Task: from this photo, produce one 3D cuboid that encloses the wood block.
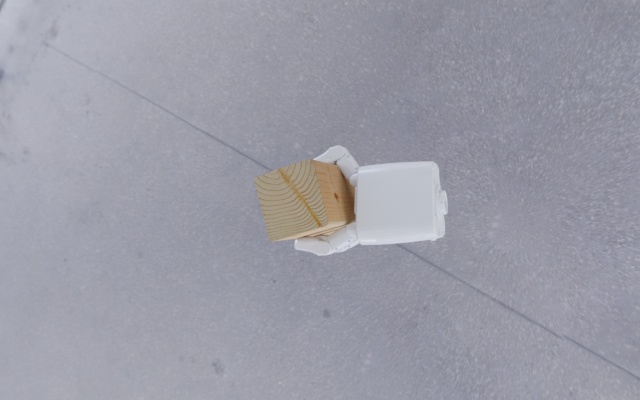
[{"bbox_3d":[0.000,0.002,0.707,0.090,0.091,0.206,-17,-8,21],"label":"wood block"}]
